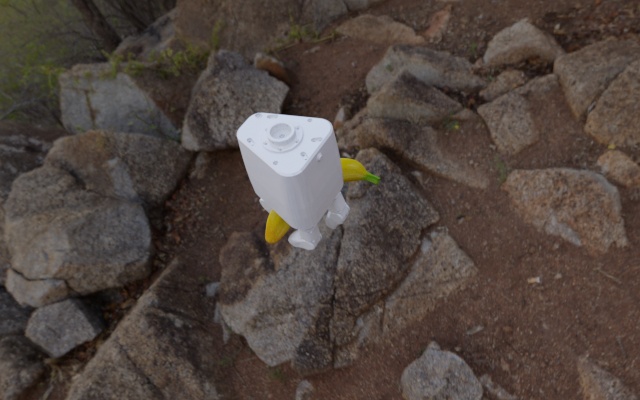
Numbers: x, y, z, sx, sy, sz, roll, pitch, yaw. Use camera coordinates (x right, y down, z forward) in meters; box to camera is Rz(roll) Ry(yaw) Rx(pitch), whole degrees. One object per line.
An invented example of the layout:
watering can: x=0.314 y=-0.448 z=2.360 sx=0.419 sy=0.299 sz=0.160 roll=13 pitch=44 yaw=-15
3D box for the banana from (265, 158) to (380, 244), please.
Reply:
banana: x=-0.008 y=-0.012 z=0.689 sx=0.198 sy=0.069 sz=0.037 roll=-30 pitch=-27 yaw=-19
